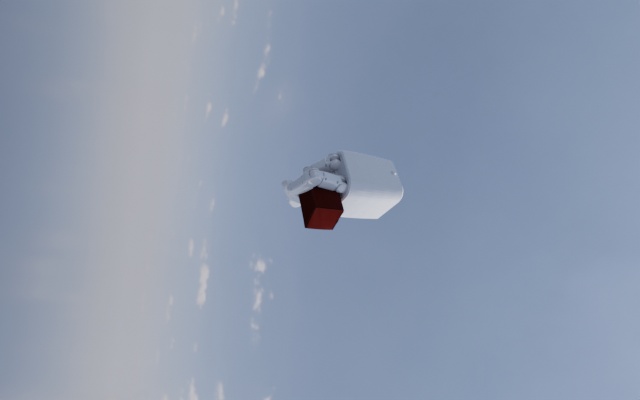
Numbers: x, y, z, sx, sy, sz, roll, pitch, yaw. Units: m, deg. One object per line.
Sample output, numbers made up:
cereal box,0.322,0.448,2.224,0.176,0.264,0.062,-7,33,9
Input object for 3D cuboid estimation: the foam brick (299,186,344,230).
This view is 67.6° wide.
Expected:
foam brick,0.000,0.003,0.787,0.051,0.078,0.053,8,-44,-22
